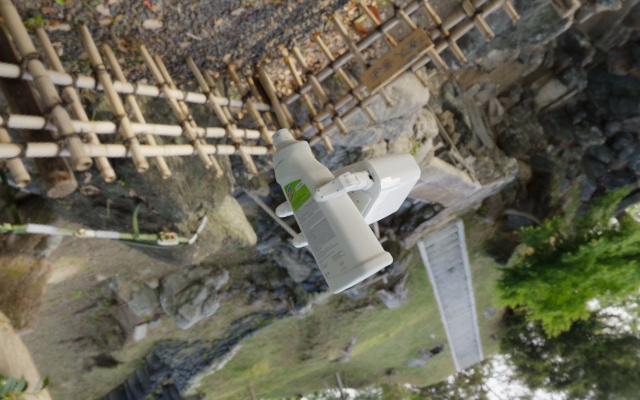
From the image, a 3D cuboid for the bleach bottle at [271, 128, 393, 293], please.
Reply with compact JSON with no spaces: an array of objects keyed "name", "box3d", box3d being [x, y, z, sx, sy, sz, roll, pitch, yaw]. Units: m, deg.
[{"name":"bleach bottle","box3d":[0.000,0.002,0.693,0.068,0.250,0.103,-17,-17,-42]}]
